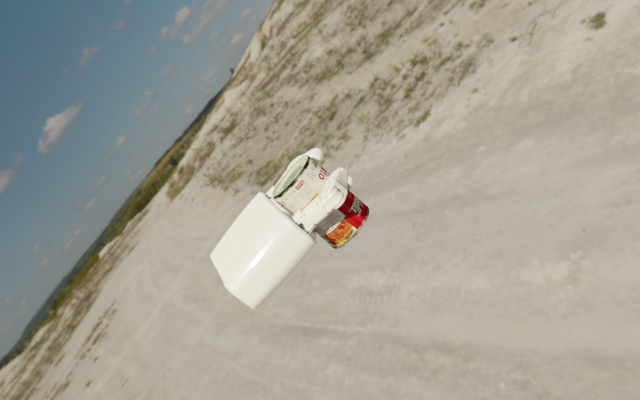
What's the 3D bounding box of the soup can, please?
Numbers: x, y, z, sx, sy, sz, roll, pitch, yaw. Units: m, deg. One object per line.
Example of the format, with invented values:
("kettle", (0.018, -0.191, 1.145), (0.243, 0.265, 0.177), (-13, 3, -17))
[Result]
("soup can", (0.000, 0.001, 0.581), (0.102, 0.068, 0.068), (40, -13, -16))
